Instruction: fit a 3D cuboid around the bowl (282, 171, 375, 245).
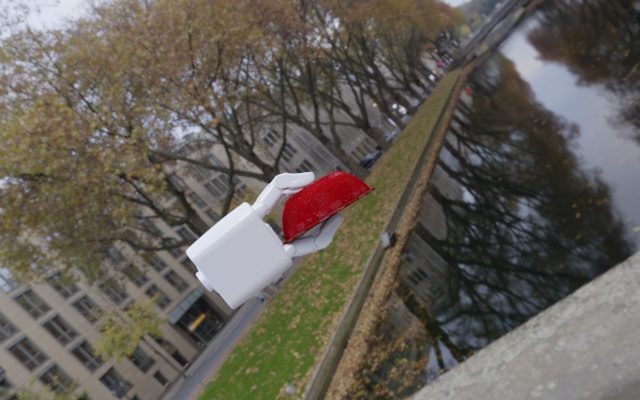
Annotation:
[{"bbox_3d":[0.001,0.001,0.714,0.162,0.055,0.162,-31,-3,-2],"label":"bowl"}]
